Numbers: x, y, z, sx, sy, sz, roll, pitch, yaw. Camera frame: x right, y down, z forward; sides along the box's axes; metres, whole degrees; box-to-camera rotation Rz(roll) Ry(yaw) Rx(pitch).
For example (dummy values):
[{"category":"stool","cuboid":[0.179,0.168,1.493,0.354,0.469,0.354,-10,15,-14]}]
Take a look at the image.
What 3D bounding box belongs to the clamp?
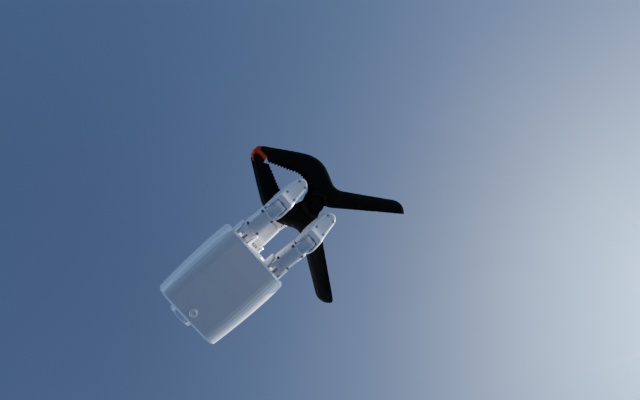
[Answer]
[{"category":"clamp","cuboid":[-0.001,0.002,0.609,0.164,0.210,0.036,-42,10,-15]}]
